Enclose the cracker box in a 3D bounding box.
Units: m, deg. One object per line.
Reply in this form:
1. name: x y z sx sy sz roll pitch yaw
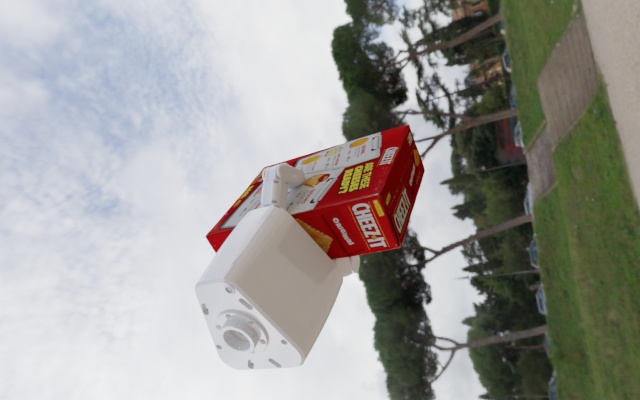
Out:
1. cracker box: 0.000 0.002 0.551 0.214 0.072 0.164 -13 26 28
